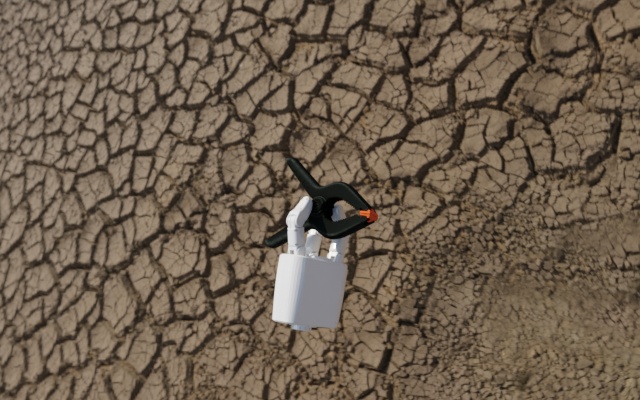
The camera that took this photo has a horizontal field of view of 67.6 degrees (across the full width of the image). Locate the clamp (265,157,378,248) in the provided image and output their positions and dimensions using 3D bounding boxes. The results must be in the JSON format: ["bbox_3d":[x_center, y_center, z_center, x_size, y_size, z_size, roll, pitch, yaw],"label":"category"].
[{"bbox_3d":[0.000,0.003,0.794,0.210,0.164,0.036,0,-13,36],"label":"clamp"}]
